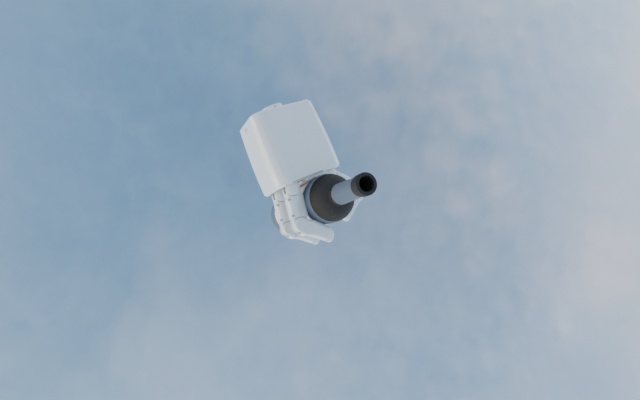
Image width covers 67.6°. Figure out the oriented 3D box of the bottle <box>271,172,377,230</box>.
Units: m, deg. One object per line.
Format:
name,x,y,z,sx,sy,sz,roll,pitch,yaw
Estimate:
bottle,0.000,0.002,0.677,0.069,0.069,0.296,0,-8,-21
